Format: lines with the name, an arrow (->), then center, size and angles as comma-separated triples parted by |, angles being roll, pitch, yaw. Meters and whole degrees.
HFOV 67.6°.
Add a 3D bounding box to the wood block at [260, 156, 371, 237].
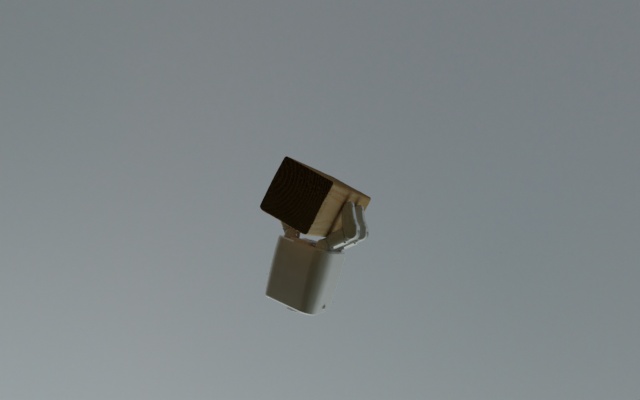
wood block -> 0.000, 0.003, 0.787 | 0.091, 0.090, 0.206 | 29, 5, 21
